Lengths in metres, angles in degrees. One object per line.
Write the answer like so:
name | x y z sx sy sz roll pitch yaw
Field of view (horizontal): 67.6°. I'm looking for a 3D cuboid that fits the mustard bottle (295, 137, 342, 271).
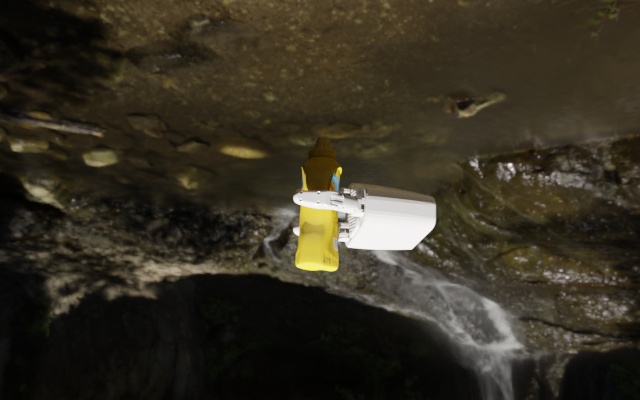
mustard bottle | 0.000 0.002 0.684 0.058 0.191 0.096 1 -12 13
